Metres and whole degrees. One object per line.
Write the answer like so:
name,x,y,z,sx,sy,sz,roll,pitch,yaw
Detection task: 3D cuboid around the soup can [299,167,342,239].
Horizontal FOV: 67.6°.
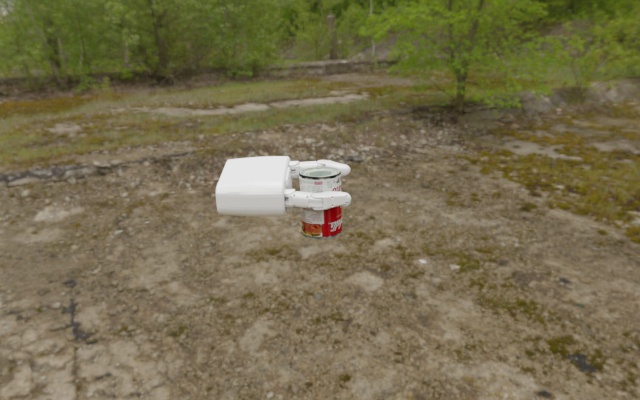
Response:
soup can,0.001,0.002,0.763,0.068,0.102,0.068,-2,18,1
